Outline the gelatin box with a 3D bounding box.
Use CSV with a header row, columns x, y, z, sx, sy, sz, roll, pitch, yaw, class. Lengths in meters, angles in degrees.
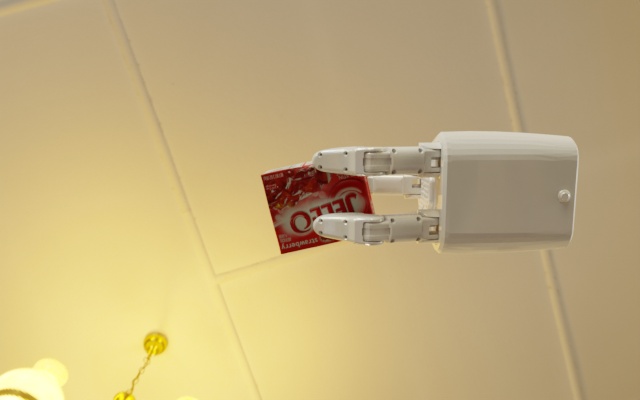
x,y,z,sx,sy,sz,roll,pitch,yaw,class
0.000,0.001,0.419,0.089,0.073,0.030,-12,8,9,gelatin box
